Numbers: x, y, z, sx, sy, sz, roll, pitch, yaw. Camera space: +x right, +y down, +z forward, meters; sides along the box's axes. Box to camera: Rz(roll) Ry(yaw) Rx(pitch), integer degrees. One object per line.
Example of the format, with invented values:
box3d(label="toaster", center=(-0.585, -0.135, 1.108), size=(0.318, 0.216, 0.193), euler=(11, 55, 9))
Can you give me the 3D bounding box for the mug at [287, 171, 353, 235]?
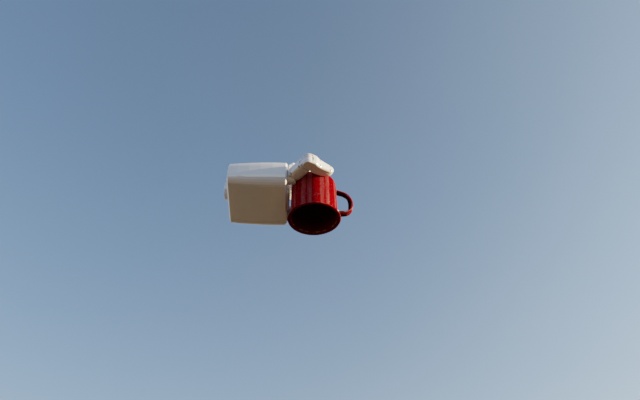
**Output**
box3d(label="mug", center=(0.002, 0.003, 0.852), size=(0.117, 0.081, 0.093), euler=(1, -41, -4))
